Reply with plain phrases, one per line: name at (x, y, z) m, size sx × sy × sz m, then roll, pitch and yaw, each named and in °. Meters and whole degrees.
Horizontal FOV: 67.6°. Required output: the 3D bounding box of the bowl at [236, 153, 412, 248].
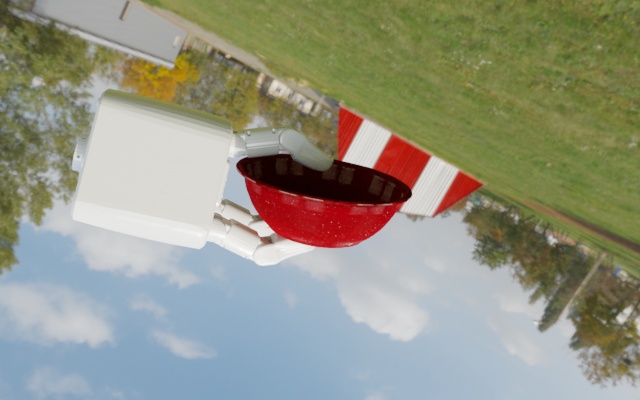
bowl at (0.001, 0.002, 0.445) m, size 0.162 × 0.055 × 0.162 m, roll 8°, pitch 16°, yaw -2°
